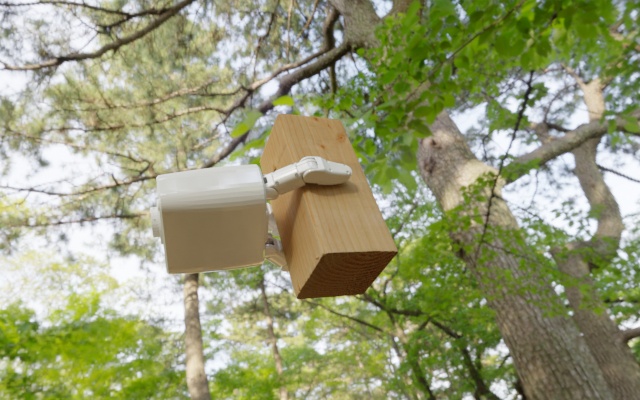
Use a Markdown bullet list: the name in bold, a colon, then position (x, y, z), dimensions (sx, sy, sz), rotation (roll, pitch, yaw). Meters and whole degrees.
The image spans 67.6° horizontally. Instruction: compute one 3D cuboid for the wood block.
- **wood block**: position (0.000, 0.002, 0.565), dimensions (0.090, 0.206, 0.091), rotation (2, -40, -26)
